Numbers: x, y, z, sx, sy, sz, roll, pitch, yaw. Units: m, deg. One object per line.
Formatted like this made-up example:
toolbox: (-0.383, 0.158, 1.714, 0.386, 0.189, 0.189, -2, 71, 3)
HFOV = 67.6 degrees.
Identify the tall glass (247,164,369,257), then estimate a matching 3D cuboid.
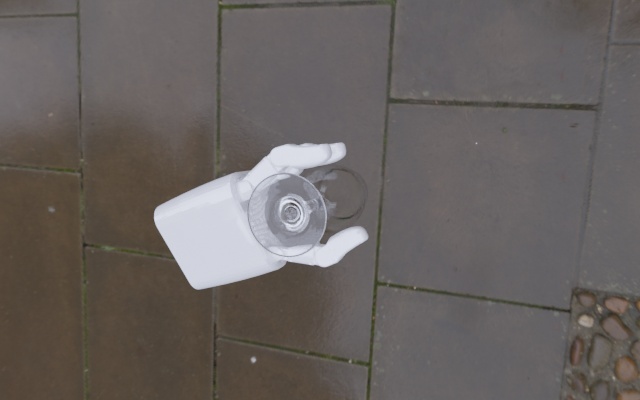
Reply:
tall glass: (0.000, 0.002, 0.507, 0.079, 0.079, 0.201, 0, 7, 18)
